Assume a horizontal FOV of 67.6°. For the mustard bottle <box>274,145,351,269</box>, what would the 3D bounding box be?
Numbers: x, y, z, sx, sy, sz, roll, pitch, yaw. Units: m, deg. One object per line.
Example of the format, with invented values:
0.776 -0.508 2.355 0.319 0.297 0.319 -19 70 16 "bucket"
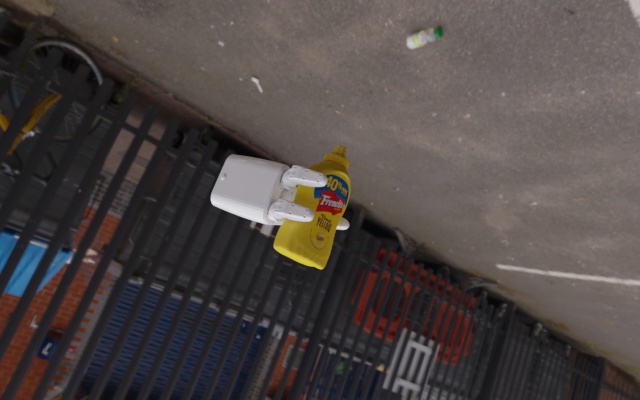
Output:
0.000 0.003 0.738 0.058 0.191 0.096 8 -19 44 "mustard bottle"
